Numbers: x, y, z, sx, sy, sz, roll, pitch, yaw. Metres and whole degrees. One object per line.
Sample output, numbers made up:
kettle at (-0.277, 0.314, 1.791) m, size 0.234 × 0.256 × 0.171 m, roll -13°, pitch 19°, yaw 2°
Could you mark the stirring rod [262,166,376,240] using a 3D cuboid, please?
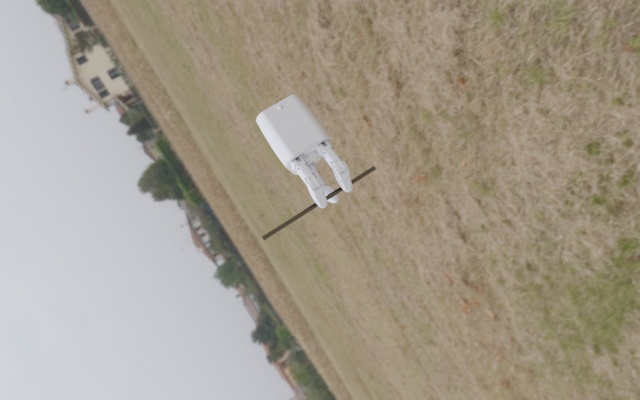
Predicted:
stirring rod at (0.000, 0.003, 0.848) m, size 0.239 × 0.011 × 0.011 m, roll -32°, pitch 8°, yaw -13°
